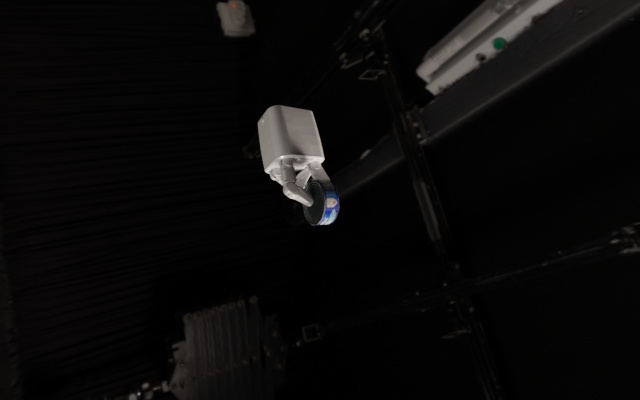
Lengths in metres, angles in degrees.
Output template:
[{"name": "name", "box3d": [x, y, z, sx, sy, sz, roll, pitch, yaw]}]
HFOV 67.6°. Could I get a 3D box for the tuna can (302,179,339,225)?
[{"name": "tuna can", "box3d": [0.001, 0.003, 0.891, 0.034, 0.086, 0.086, -2, 1, -29]}]
